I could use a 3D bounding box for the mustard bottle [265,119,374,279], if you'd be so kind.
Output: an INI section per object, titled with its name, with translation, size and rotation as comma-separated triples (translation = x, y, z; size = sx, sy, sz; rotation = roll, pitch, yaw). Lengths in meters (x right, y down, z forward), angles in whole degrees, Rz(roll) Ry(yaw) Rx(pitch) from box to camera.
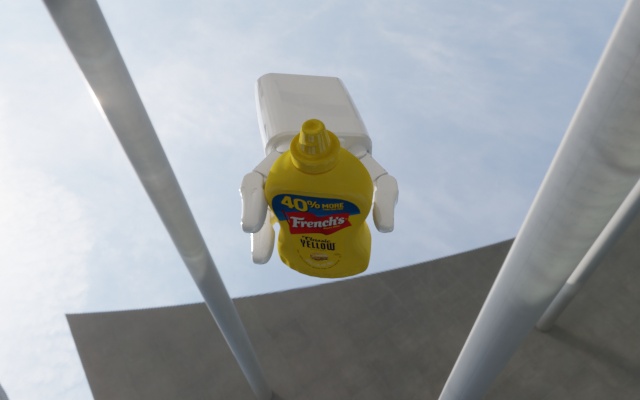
[mustard bottle]
translation = 0.000, 0.002, 0.439
size = 0.096, 0.058, 0.192
rotation = 7, -37, 9
